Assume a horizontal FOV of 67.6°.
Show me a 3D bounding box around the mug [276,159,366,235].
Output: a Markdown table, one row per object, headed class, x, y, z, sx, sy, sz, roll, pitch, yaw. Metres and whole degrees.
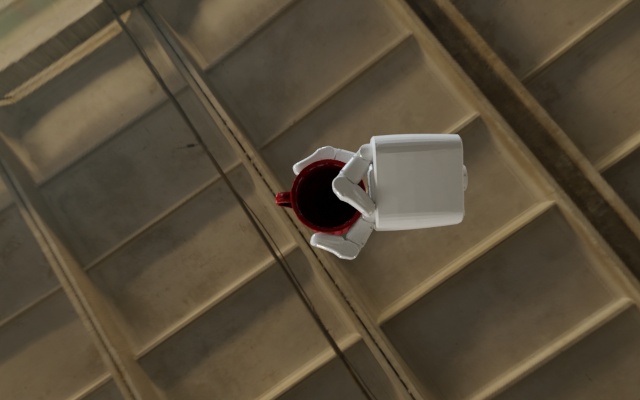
| class | x | y | z | sx | sy | sz | roll | pitch | yaw |
| --- | --- | --- | --- | --- | --- | --- | --- | --- | --- |
| mug | -0.001 | 0.002 | 0.624 | 0.117 | 0.093 | 0.081 | -1 | -12 | 4 |
